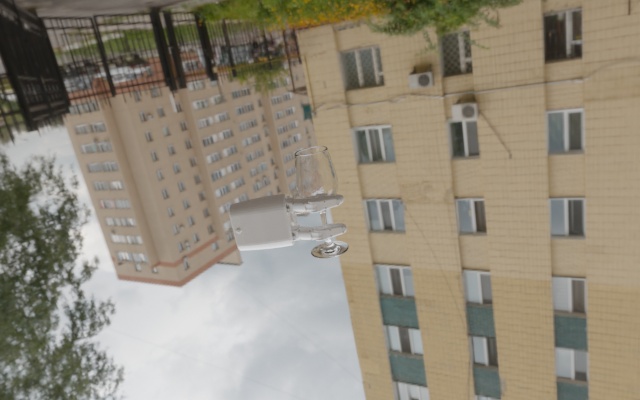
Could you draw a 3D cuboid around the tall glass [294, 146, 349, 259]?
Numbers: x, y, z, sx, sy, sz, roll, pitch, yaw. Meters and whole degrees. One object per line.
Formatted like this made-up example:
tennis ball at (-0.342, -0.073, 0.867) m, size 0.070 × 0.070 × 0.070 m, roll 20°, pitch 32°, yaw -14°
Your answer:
tall glass at (0.000, 0.004, 0.896) m, size 0.079 × 0.201 × 0.079 m, roll -9°, pitch 18°, yaw 3°
